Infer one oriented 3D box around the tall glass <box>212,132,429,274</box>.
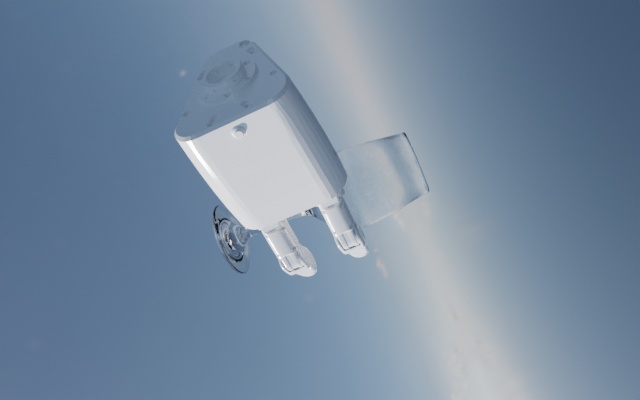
[{"bbox_3d":[-0.001,0.002,0.466,0.201,0.079,0.079,-23,-4,10],"label":"tall glass"}]
